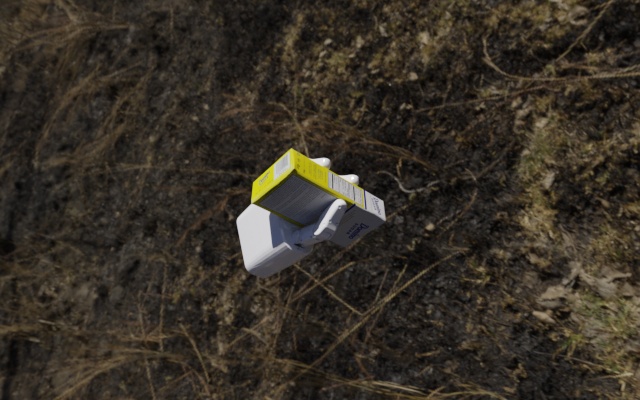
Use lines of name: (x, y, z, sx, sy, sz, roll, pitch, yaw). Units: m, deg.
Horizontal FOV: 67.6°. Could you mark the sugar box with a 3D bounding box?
sugar box: (0.000, 0.002, 0.685, 0.176, 0.048, 0.093, 26, -46, -33)
